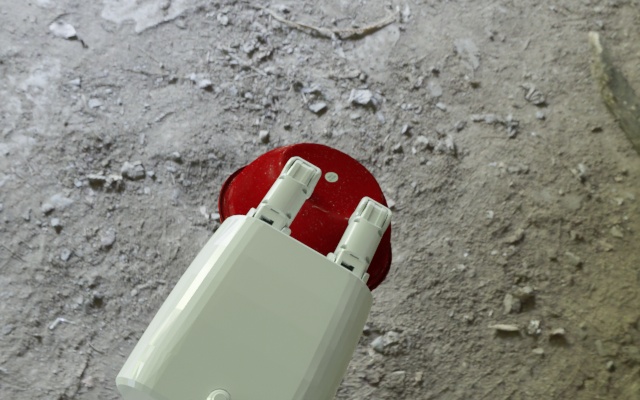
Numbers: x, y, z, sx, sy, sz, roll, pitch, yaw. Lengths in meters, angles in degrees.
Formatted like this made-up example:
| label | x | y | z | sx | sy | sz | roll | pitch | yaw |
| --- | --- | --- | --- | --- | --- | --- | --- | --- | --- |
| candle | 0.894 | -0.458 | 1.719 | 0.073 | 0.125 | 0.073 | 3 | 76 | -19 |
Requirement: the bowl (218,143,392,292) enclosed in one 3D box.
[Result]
| label | x | y | z | sx | sy | sz | roll | pitch | yaw |
| --- | --- | --- | --- | --- | --- | --- | --- | --- | --- |
| bowl | 0.000 | 0.000 | 0.402 | 0.162 | 0.055 | 0.162 | 18 | 37 | -14 |
